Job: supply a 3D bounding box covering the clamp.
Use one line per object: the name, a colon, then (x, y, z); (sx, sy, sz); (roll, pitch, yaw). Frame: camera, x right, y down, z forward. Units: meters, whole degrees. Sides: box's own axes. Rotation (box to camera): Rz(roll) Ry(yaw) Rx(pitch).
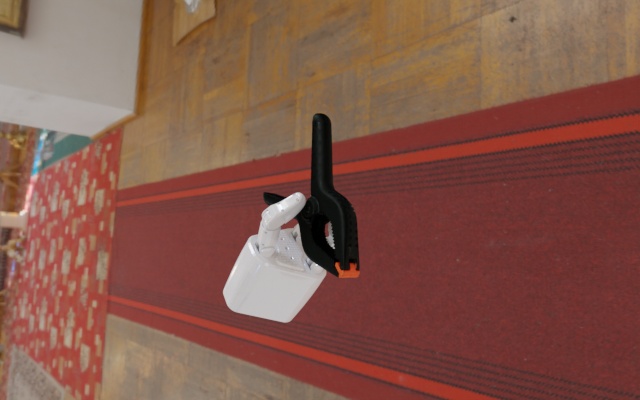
clamp: (0.000, 0.002, 0.603); (0.036, 0.165, 0.209); (5, 38, -37)
